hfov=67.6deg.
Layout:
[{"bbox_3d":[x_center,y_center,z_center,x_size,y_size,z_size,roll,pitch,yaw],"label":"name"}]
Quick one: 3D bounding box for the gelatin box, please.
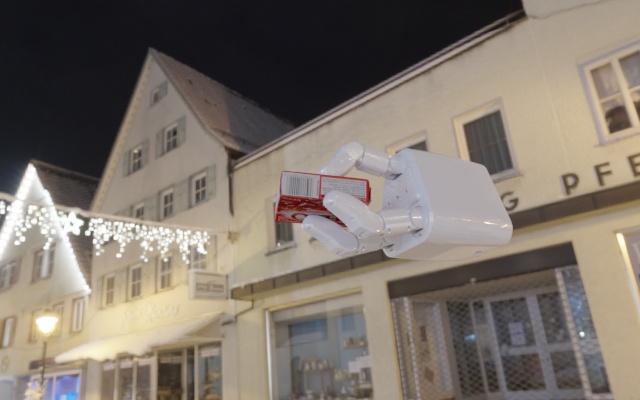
[{"bbox_3d":[0.000,0.001,0.488,0.089,0.030,0.073,6,-22,-8],"label":"gelatin box"}]
